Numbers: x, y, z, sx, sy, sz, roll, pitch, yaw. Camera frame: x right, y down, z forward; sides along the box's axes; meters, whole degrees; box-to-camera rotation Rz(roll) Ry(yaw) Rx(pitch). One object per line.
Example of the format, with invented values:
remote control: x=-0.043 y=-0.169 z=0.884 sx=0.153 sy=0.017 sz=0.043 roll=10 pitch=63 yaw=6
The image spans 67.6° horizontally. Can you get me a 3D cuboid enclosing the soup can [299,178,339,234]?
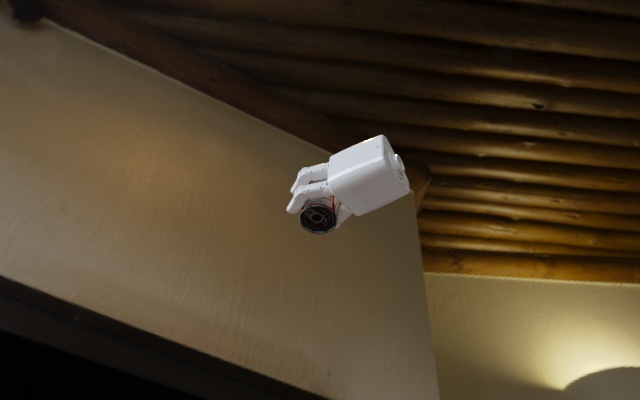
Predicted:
soup can: x=0.000 y=0.003 z=0.881 sx=0.068 sy=0.069 sz=0.102 roll=0 pitch=40 yaw=6
